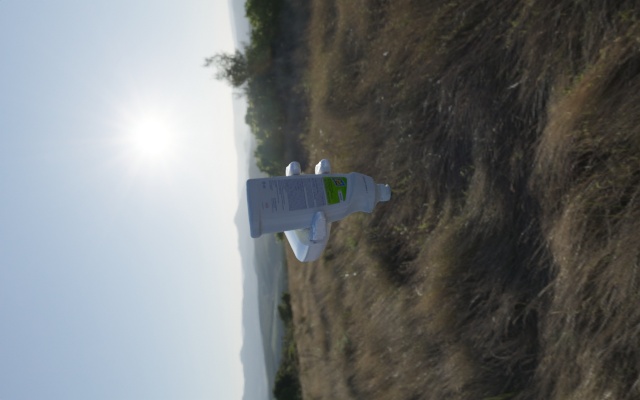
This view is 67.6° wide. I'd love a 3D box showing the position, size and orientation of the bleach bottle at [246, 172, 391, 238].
[{"bbox_3d":[0.000,0.003,0.832,0.251,0.102,0.068,-5,-25,-10],"label":"bleach bottle"}]
